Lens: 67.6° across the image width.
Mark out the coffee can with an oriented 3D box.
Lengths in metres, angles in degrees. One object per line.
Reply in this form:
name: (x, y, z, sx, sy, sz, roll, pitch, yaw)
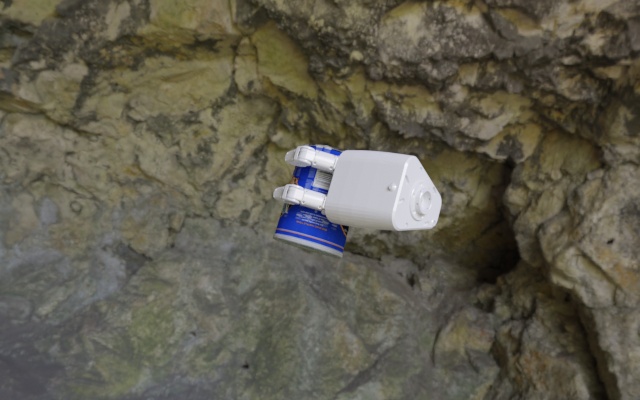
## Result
coffee can: (0.000, 0.002, 0.691, 0.103, 0.140, 0.103, 16, -9, 3)
